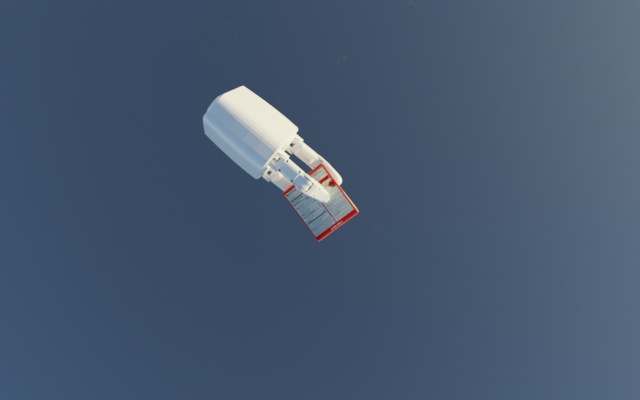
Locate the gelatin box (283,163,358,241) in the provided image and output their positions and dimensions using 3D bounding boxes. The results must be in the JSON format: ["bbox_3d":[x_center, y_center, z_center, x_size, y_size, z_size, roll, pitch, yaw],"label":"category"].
[{"bbox_3d":[0.000,0.003,0.693,0.073,0.089,0.030,-37,3,4],"label":"gelatin box"}]
